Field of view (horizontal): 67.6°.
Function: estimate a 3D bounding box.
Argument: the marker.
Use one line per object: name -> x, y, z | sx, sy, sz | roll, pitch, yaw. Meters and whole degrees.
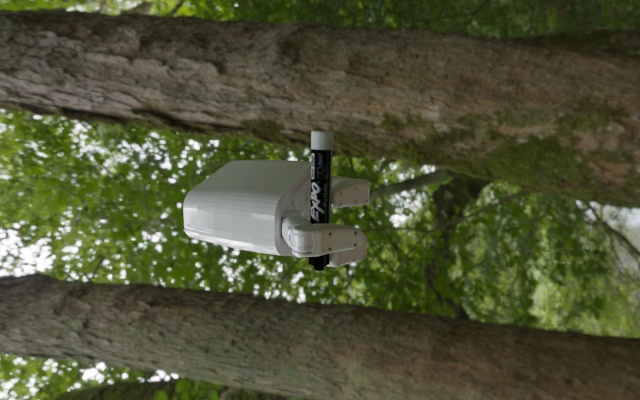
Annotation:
marker -> 0.000, 0.001, 0.409 | 0.020, 0.121, 0.020 | 1, 11, 0
